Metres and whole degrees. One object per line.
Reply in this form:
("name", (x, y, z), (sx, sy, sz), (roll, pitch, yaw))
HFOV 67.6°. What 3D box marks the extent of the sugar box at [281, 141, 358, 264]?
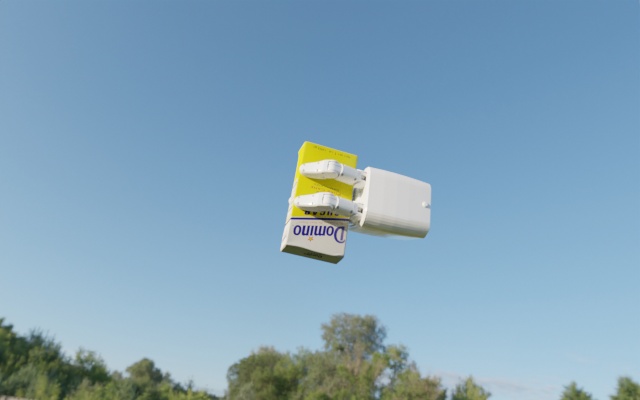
("sugar box", (0.000, 0.002, 0.743), (0.093, 0.176, 0.048), (14, -26, -12))
